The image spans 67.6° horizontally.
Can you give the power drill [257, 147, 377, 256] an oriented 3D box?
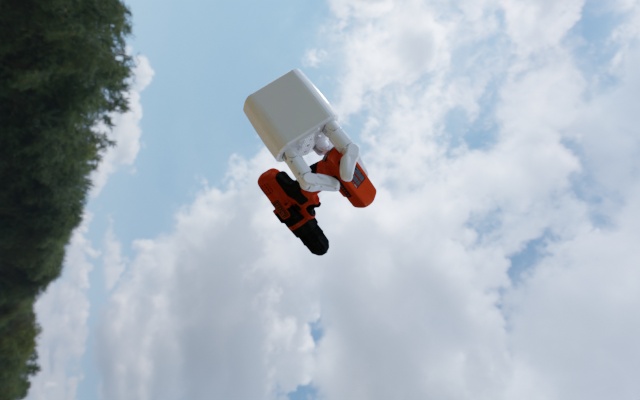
[{"bbox_3d":[0.000,0.002,0.804,0.188,0.184,0.057,-26,18,40],"label":"power drill"}]
